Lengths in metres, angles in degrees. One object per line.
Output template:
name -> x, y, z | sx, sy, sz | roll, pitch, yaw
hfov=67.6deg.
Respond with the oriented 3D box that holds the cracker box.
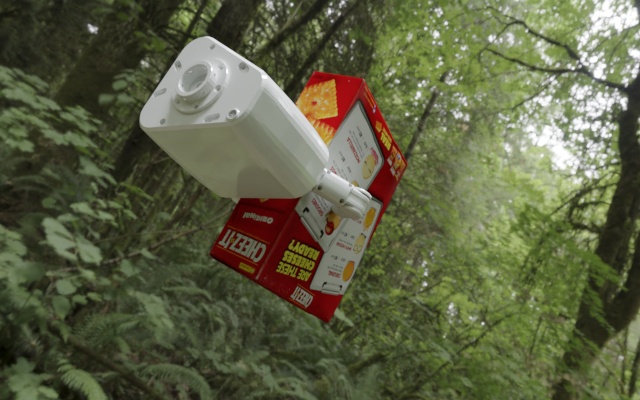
cracker box -> 0.000, 0.002, 0.505 | 0.072, 0.213, 0.164 | 20, -16, 33
